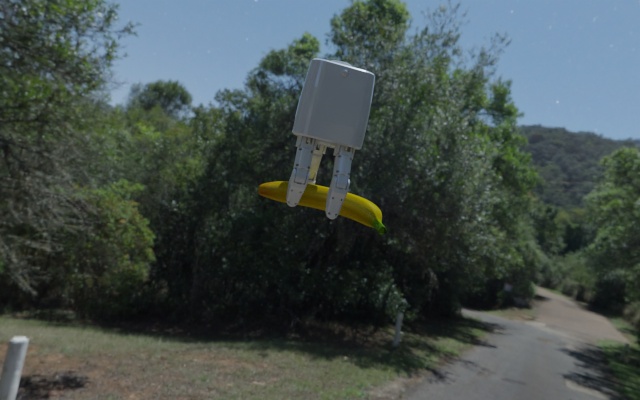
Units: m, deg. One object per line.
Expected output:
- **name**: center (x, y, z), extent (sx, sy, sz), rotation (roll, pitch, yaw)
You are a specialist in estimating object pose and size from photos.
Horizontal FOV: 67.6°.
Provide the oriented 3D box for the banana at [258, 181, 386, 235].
- **banana**: center (0.008, 0.001, 0.707), extent (0.198, 0.037, 0.069), rotation (16, 11, 13)
